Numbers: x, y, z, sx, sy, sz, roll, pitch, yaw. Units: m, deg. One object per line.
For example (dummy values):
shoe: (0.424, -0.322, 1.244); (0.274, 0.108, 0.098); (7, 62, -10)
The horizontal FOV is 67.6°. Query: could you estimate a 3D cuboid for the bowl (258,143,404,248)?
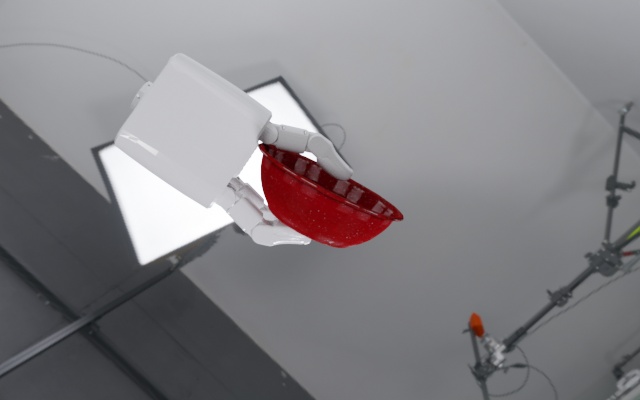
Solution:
bowl: (0.001, 0.003, 0.482); (0.162, 0.055, 0.162); (26, 10, -5)
